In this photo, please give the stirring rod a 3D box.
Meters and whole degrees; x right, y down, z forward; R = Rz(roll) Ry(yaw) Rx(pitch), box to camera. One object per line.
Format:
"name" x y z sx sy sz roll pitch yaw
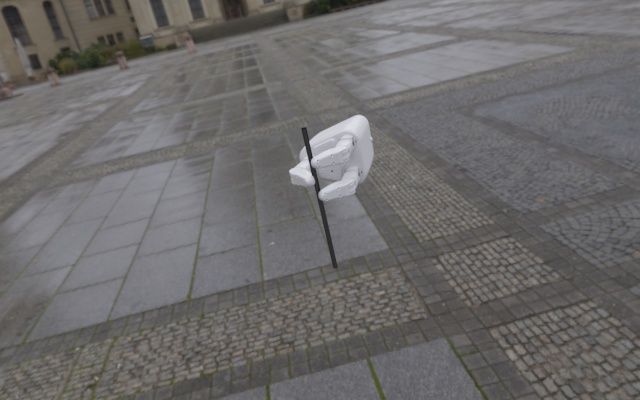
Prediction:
"stirring rod" 0.000 0.003 0.746 0.011 0.240 0.011 -11 23 5
